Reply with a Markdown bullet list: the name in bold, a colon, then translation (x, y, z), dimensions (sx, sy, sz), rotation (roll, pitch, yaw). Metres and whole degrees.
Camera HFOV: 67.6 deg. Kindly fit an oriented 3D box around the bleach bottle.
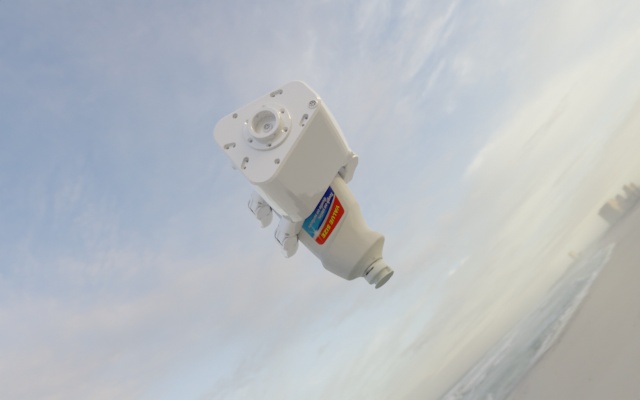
- **bleach bottle**: translation (0.000, 0.002, 0.589), dimensions (0.250, 0.102, 0.068), rotation (46, -1, 25)
